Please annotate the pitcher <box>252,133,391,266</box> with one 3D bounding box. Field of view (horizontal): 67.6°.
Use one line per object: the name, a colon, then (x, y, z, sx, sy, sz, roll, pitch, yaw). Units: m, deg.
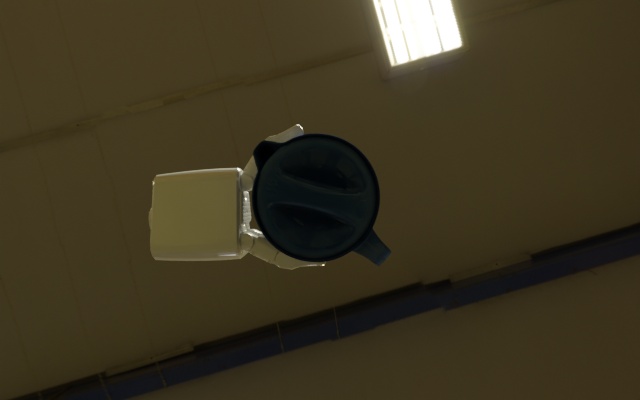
pitcher: (0.000, 0.002, 0.605, 0.145, 0.149, 0.243, -5, 2, -1)
